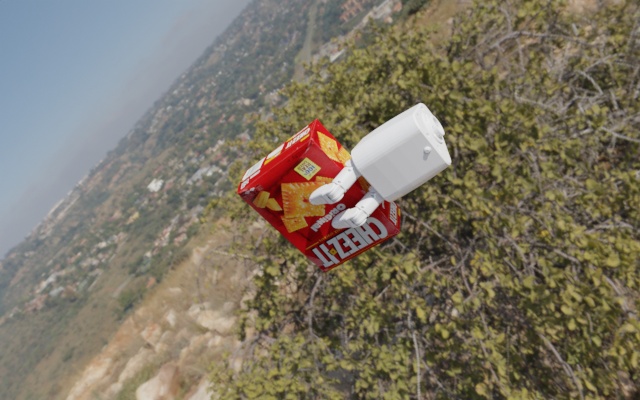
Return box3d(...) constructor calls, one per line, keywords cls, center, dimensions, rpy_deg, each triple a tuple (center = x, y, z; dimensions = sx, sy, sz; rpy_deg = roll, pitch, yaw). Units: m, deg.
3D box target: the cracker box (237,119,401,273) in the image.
box3d(cls="cracker box", center=(0.000, 0.002, 0.760), dimensions=(0.164, 0.214, 0.072), rpy_deg=(-32, 26, 29))
